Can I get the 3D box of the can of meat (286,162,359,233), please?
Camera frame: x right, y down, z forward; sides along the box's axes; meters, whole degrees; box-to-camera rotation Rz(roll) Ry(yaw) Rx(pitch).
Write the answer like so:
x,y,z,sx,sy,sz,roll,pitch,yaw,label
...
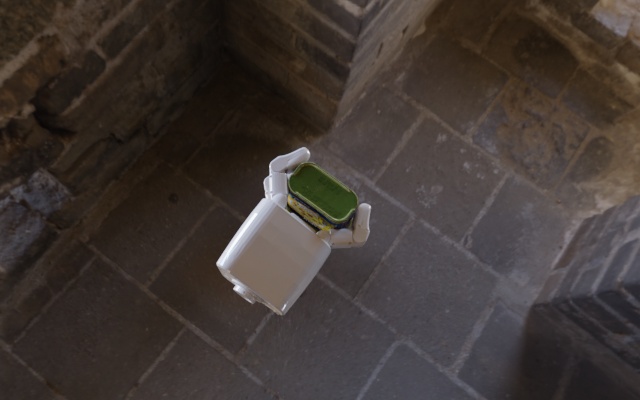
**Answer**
x,y,z,sx,sy,sz,roll,pitch,yaw,label
0.000,0.002,0.661,0.102,0.057,0.084,36,-19,8,can of meat
